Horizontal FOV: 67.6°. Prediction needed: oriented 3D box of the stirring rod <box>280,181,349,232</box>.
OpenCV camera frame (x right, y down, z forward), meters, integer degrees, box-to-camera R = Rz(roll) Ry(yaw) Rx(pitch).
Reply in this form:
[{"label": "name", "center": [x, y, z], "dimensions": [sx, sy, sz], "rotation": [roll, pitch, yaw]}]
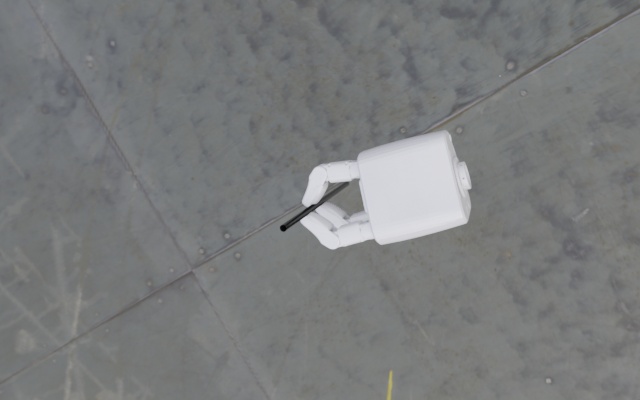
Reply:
[{"label": "stirring rod", "center": [0.000, 0.002, 0.633], "dimensions": [0.011, 0.011, 0.239], "rotation": [0, 14, 21]}]
